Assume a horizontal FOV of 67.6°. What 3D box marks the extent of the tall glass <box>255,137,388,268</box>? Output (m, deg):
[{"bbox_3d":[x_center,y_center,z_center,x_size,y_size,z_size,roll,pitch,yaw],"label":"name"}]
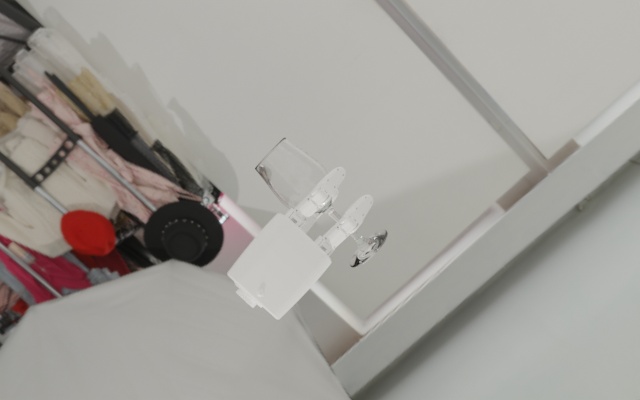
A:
[{"bbox_3d":[0.001,0.003,0.678,0.201,0.079,0.079,44,-9,-10],"label":"tall glass"}]
